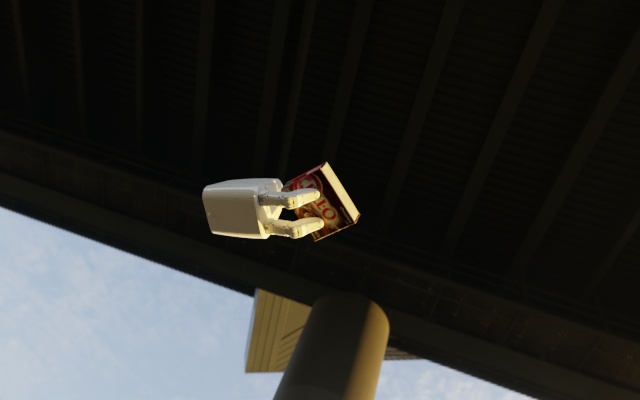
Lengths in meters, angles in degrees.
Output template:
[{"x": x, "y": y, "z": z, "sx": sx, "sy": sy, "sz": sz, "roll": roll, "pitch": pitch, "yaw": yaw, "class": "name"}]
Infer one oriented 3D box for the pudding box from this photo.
[{"x": 0.000, "y": 0.003, "z": 0.816, "sx": 0.090, "sy": 0.113, "sz": 0.039, "roll": -26, "pitch": 15, "yaw": 32, "class": "pudding box"}]
